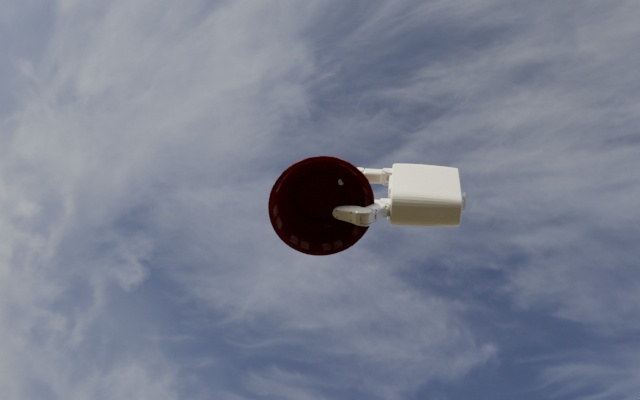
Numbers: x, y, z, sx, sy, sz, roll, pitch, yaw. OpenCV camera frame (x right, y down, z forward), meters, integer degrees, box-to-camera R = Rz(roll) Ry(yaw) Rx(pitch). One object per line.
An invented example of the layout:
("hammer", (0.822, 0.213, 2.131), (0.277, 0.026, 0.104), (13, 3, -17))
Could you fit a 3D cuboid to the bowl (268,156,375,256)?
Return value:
("bowl", (-0.001, 0.002, 0.742), (0.162, 0.162, 0.055), (0, 21, -5))
